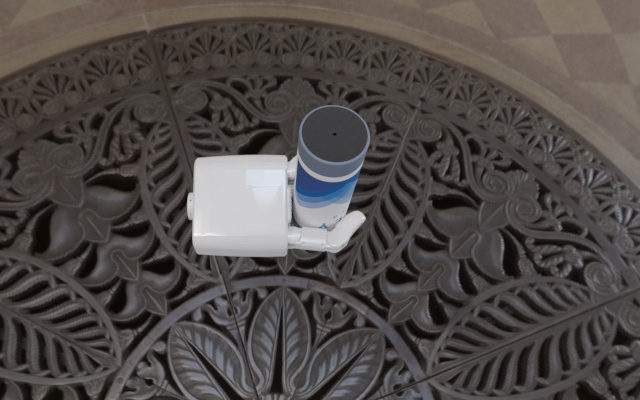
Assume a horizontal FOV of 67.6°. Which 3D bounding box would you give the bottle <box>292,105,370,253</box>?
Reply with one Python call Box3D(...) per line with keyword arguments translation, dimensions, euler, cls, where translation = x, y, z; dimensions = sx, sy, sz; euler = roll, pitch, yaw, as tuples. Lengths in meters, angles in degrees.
Box3D(translation=(0.000, 0.002, 0.574), dimensions=(0.069, 0.069, 0.296), euler=(0, -26, -6), cls="bottle")
